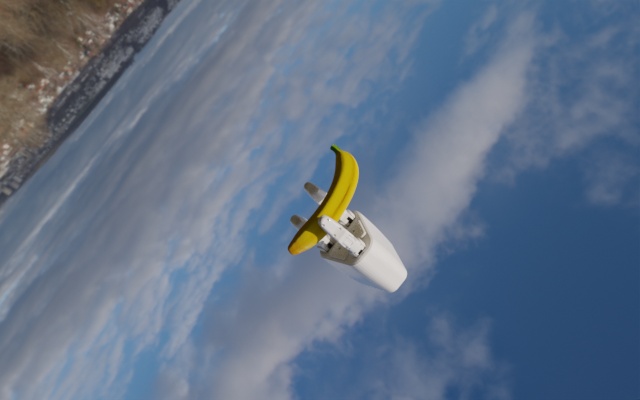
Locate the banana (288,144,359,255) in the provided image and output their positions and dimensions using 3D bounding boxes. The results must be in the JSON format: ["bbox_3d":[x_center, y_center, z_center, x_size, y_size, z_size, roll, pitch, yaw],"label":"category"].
[{"bbox_3d":[0.014,0.000,0.736,0.069,0.197,0.037,0,-32,47],"label":"banana"}]
